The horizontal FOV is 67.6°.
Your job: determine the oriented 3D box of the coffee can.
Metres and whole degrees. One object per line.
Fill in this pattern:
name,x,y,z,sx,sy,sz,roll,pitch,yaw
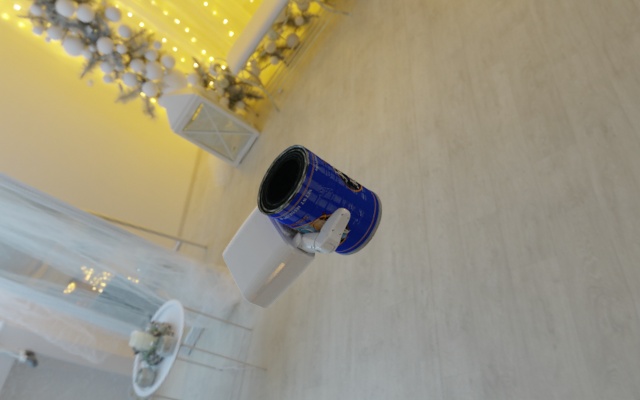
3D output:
coffee can,0.000,0.002,0.653,0.140,0.102,0.103,30,-17,-32
